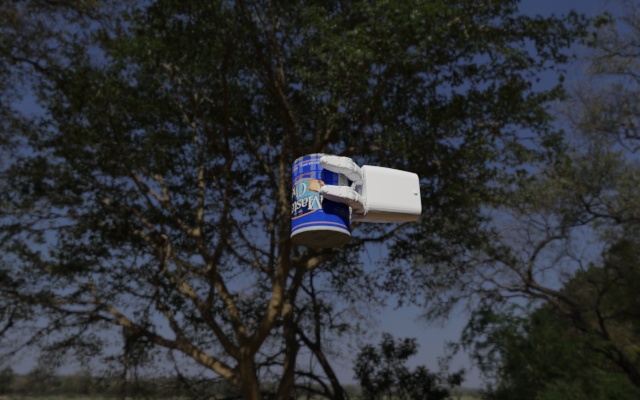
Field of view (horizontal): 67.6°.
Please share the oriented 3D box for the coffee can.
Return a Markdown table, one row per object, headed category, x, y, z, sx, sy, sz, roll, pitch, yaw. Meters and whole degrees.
| category | x | y | z | sx | sy | sz | roll | pitch | yaw |
| --- | --- | --- | --- | --- | --- | --- | --- | --- | --- |
| coffee can | 0.000 | 0.003 | 0.842 | 0.103 | 0.140 | 0.103 | 0 | -23 | 0 |
